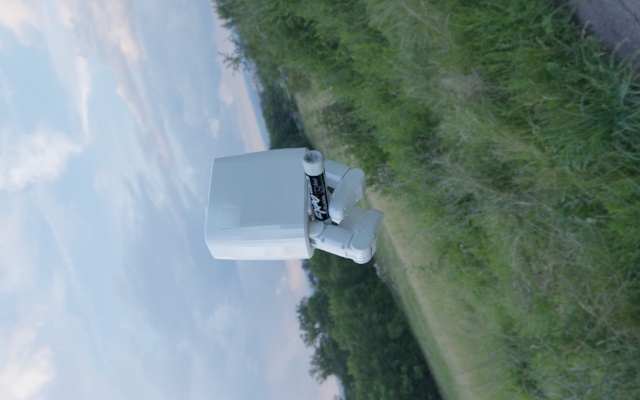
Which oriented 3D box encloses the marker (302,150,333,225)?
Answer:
[{"bbox_3d":[0.000,0.002,0.471,0.020,0.020,0.121,0,-42,10],"label":"marker"}]
